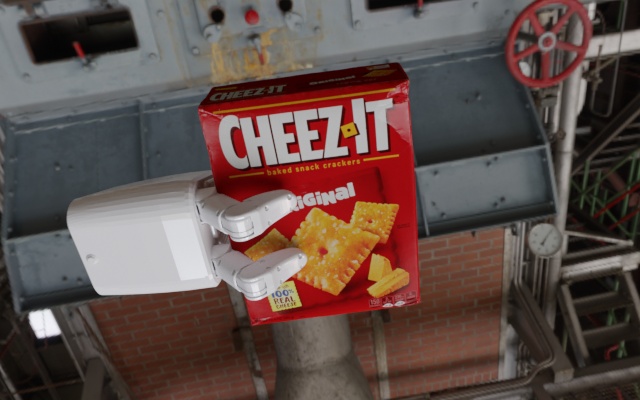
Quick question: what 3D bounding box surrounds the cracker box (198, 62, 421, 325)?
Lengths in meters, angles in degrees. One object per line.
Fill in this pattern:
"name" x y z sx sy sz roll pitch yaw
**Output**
"cracker box" 0.000 0.001 0.424 0.164 0.214 0.072 -7 27 3
